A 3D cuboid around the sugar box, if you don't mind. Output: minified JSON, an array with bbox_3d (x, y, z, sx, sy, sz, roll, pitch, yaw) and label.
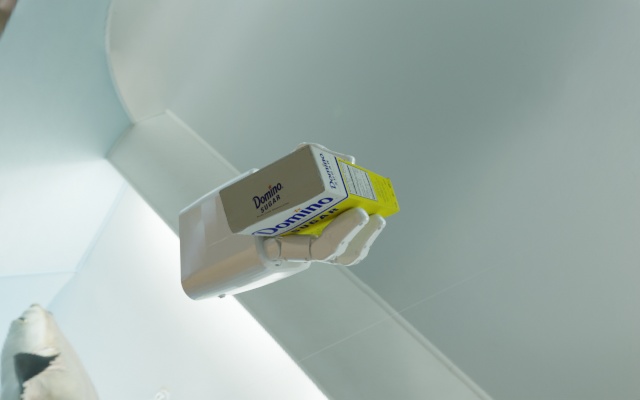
[{"bbox_3d":[0.000,0.002,0.442,0.093,0.048,0.176,-25,-14,24],"label":"sugar box"}]
